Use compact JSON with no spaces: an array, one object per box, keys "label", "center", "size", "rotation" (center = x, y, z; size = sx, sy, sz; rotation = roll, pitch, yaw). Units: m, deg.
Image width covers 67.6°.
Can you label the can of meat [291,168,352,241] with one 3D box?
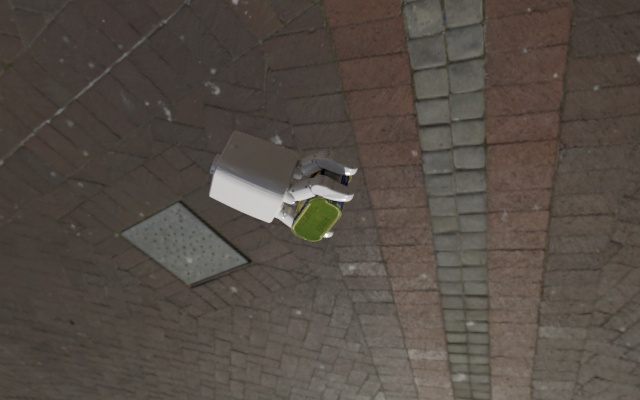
[{"label":"can of meat","center":[0.000,0.003,0.730],"size":[0.057,0.084,0.102],"rotation":[26,-46,-11]}]
